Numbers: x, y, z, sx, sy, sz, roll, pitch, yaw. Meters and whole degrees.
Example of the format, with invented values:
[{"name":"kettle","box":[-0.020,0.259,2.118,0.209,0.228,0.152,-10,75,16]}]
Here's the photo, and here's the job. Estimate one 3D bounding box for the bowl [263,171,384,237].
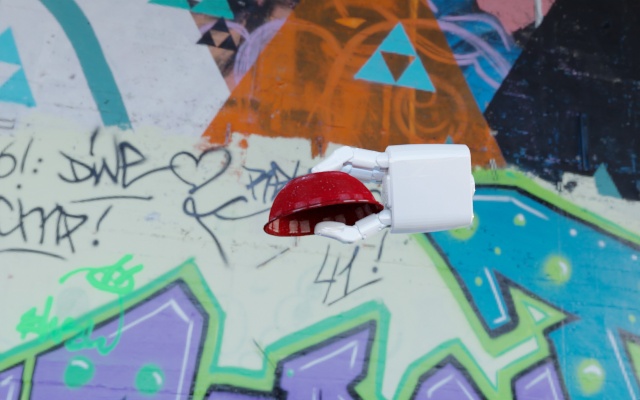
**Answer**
[{"name":"bowl","box":[-0.001,0.002,0.635,0.162,0.055,0.162,-10,-15,-3]}]
